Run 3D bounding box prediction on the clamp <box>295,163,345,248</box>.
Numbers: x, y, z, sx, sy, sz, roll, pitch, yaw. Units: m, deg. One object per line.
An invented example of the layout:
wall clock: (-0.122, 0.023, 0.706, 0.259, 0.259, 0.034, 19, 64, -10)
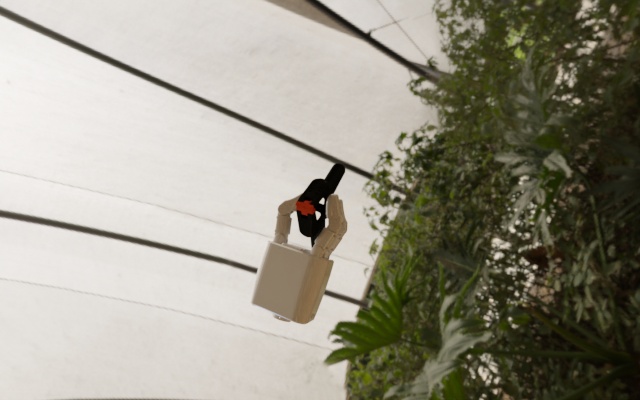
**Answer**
clamp: (-0.001, 0.003, 0.783, 0.036, 0.164, 0.210, 14, -5, 11)
